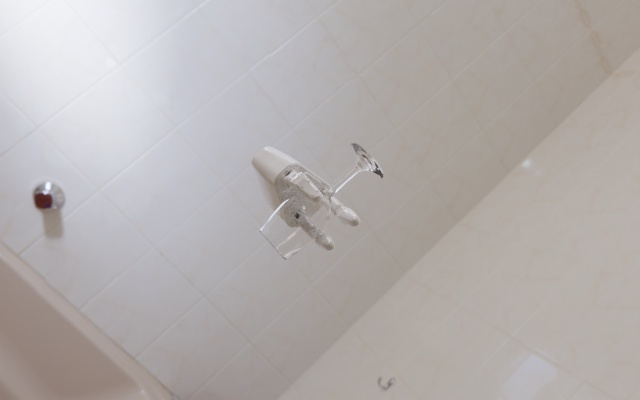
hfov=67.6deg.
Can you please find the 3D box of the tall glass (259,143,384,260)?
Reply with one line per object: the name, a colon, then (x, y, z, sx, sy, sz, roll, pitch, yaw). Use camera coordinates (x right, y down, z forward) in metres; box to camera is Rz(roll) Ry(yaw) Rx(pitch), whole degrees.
tall glass: (0.001, 0.002, 0.740, 0.201, 0.079, 0.079, -42, 8, -9)
